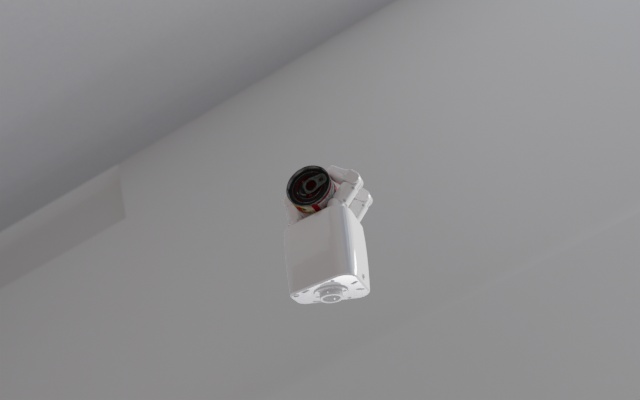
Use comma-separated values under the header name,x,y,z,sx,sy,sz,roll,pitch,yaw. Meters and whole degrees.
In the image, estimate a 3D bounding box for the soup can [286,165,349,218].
name,x,y,z,sx,sy,sz,roll,pitch,yaw
soup can,0.000,0.002,0.722,0.068,0.068,0.102,0,-28,24
